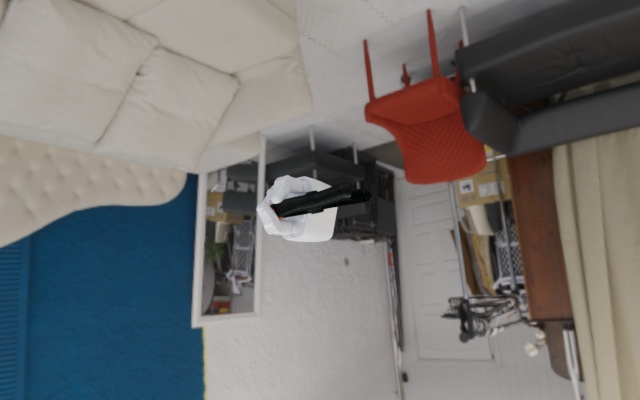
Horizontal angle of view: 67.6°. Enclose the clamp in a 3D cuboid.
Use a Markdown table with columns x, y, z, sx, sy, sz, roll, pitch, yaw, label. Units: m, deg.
| x | y | z | sx | sy | sz | roll | pitch | yaw | label |
| --- | --- | --- | --- | --- | --- | --- | --- | --- | --- |
| 0.000 | 0.003 | 0.798 | 0.171 | 0.039 | 0.120 | -12 | -14 | 30 | clamp |
